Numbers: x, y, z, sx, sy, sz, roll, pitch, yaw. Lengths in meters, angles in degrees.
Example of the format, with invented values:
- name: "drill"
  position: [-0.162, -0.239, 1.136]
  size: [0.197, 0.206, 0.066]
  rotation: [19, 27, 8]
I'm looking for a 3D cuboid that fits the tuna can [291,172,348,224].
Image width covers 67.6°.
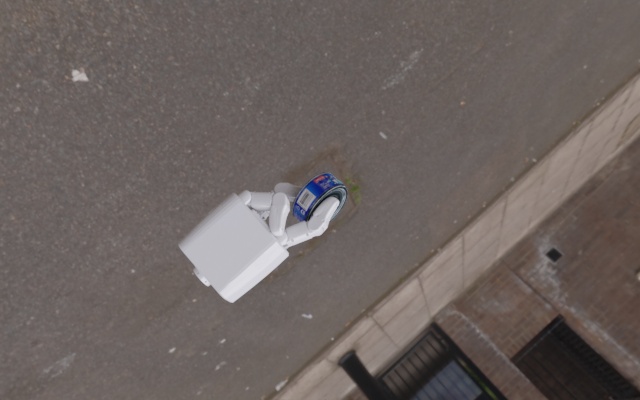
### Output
- name: "tuna can"
  position: [0.001, 0.003, 0.708]
  size: [0.033, 0.086, 0.086]
  rotation: [41, 21, 26]
